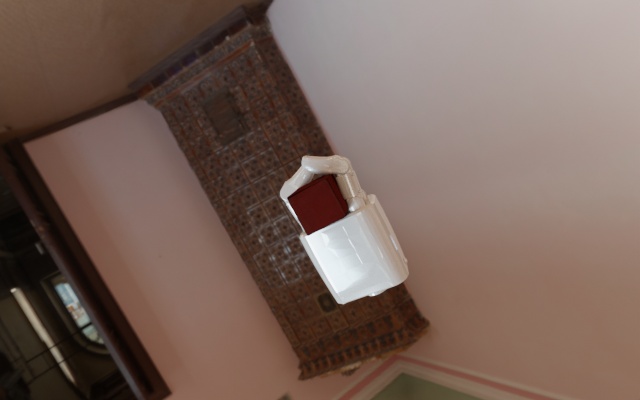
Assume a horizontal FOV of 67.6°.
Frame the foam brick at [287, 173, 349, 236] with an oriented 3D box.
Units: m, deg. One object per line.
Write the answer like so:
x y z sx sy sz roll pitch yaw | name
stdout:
0.000 0.002 0.573 0.053 0.051 0.078 -27 5 10 | foam brick
